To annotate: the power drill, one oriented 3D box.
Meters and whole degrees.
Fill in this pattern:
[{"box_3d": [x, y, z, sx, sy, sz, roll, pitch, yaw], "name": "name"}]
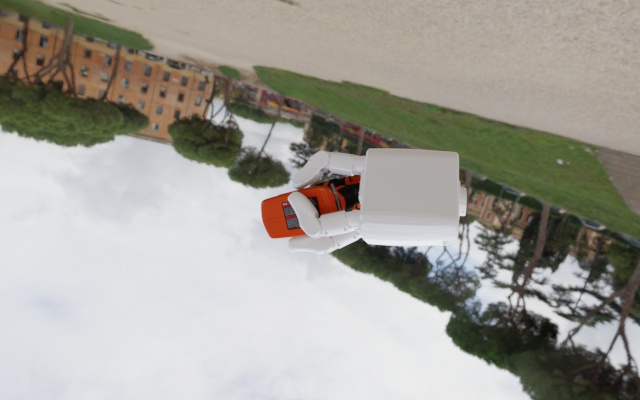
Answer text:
[{"box_3d": [0.000, 0.002, 0.662, 0.184, 0.057, 0.187, -13, 5, 30], "name": "power drill"}]
